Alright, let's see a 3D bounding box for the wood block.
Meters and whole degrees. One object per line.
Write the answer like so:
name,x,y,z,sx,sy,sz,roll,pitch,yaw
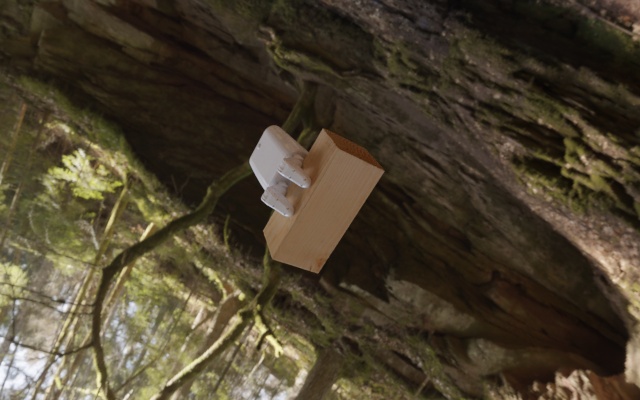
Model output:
wood block,0.000,0.003,0.775,0.091,0.206,0.090,21,21,-28
